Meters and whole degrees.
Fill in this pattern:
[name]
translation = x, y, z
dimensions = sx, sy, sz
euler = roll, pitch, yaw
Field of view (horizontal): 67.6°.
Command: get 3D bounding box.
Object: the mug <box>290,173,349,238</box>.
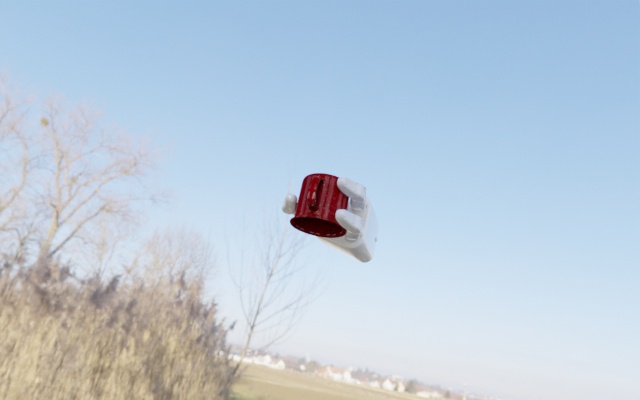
[mug]
translation = 0.000, 0.002, 0.771
dimensions = 0.093, 0.081, 0.117
euler = 5, -23, 18
